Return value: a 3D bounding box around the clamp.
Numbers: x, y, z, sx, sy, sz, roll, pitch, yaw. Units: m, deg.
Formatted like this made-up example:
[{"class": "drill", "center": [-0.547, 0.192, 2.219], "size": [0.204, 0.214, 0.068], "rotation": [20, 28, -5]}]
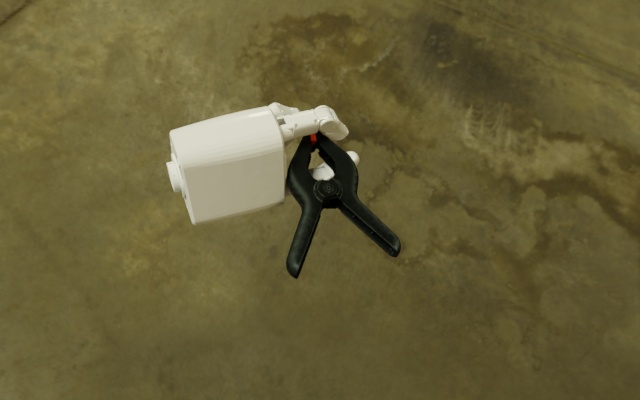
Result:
[{"class": "clamp", "center": [0.000, 0.001, 0.515], "size": [0.120, 0.171, 0.039], "rotation": [-16, -26, -18]}]
